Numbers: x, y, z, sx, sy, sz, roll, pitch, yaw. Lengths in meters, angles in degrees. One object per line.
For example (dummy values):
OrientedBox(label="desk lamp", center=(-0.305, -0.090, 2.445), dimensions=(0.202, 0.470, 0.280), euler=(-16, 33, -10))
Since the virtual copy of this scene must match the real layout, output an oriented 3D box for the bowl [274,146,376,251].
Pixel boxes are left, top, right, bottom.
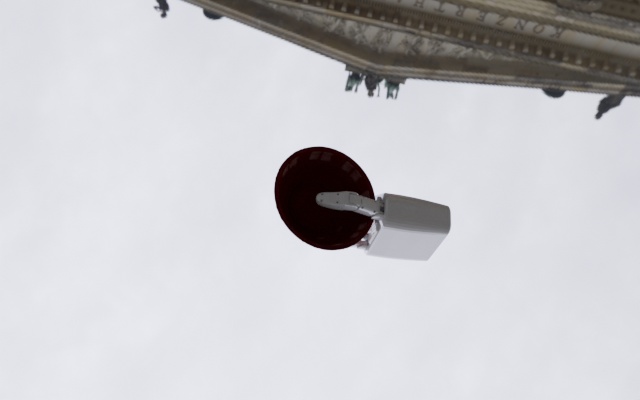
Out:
OrientedBox(label="bowl", center=(-0.001, 0.002, 0.719), dimensions=(0.162, 0.162, 0.055), euler=(0, -19, -24))
